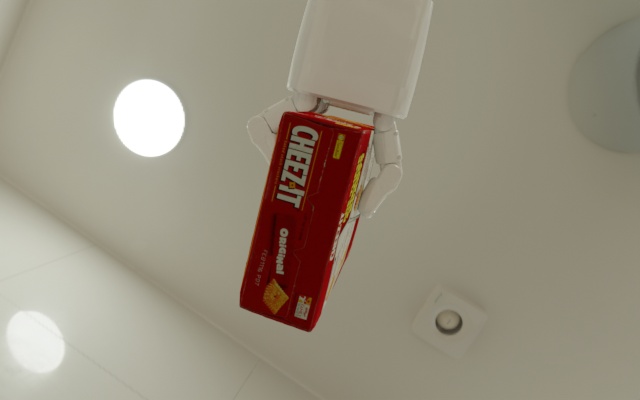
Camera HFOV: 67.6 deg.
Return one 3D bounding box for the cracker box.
[{"bbox_3d":[0.000,0.002,0.462,0.072,0.164,0.213,15,11,8],"label":"cracker box"}]
